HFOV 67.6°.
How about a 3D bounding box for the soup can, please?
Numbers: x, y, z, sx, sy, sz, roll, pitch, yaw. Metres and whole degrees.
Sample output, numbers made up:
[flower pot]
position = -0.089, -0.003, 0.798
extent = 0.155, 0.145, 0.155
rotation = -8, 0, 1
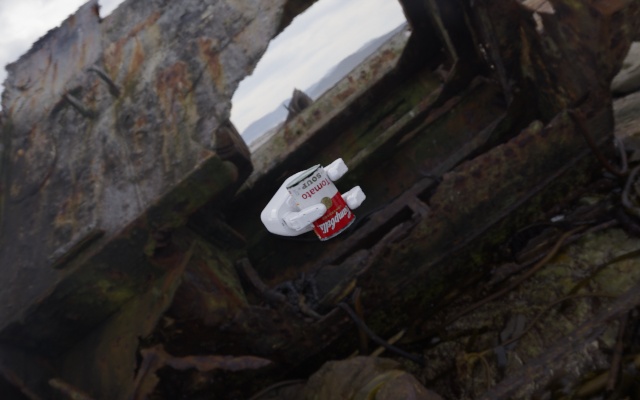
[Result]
[soup can]
position = 0.000, 0.002, 0.753
extent = 0.068, 0.102, 0.068
rotation = -32, 10, 7
